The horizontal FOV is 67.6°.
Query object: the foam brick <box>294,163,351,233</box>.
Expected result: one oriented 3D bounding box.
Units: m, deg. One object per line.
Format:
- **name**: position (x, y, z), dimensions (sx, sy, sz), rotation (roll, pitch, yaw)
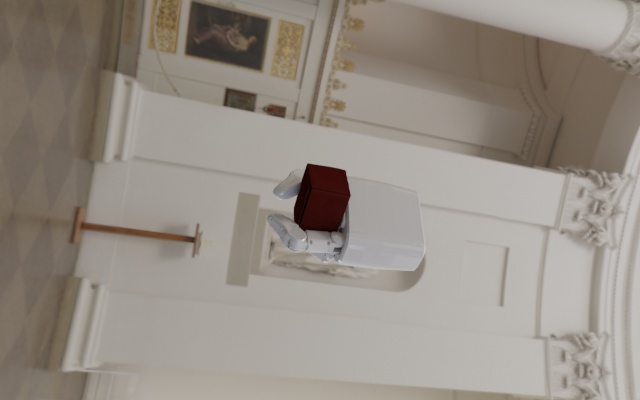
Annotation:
- **foam brick**: position (0.000, 0.002, 0.590), dimensions (0.051, 0.078, 0.053), rotation (9, 39, -12)
